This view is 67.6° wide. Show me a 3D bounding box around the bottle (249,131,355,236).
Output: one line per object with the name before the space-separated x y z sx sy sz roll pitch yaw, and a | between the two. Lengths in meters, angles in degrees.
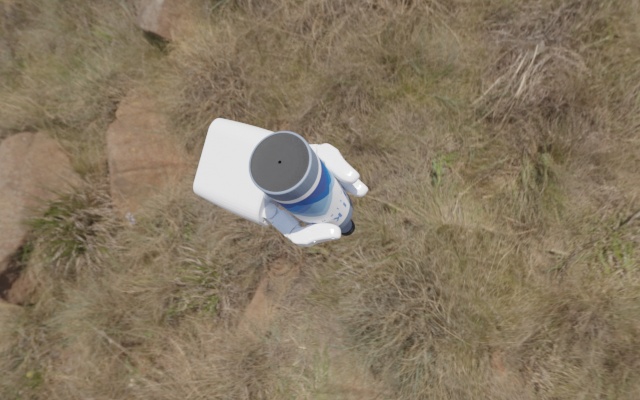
bottle | 0.000 0.002 0.602 0.069 0.069 0.296 0 -16 17
